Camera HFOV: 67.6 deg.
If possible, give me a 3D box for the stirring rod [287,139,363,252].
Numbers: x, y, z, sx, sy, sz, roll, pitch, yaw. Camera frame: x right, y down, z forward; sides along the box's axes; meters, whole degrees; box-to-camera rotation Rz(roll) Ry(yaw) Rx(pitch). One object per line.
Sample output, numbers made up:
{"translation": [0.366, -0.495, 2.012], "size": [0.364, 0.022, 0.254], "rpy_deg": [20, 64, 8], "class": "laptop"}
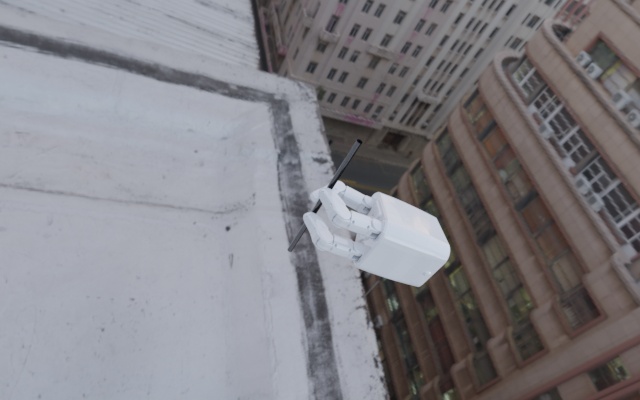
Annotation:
{"translation": [0.000, 0.002, 0.675], "size": [0.011, 0.011, 0.240], "rpy_deg": [0, -39, -31], "class": "stirring rod"}
